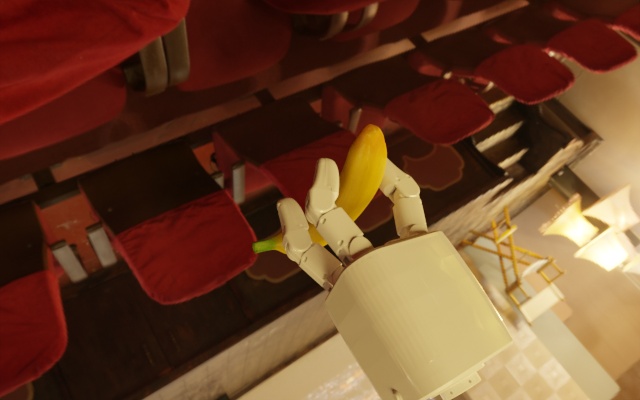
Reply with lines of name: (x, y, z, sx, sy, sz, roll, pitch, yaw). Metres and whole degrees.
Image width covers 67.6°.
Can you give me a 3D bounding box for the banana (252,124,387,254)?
banana: (0.012, 0.004, 0.460, 0.069, 0.037, 0.198, 1, -37, -44)
